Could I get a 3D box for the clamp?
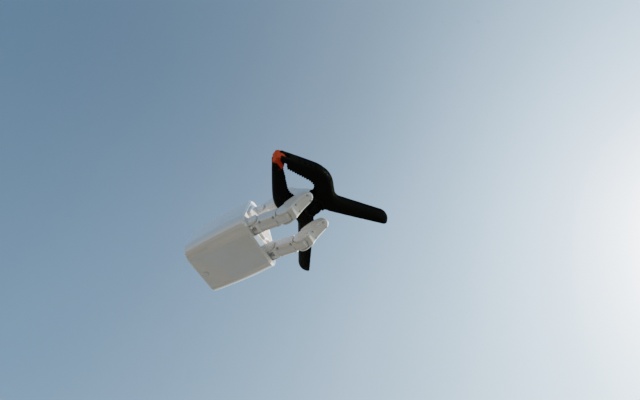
[{"bbox_3d":[0.000,0.002,0.733,0.164,0.210,0.036,-27,31,4],"label":"clamp"}]
